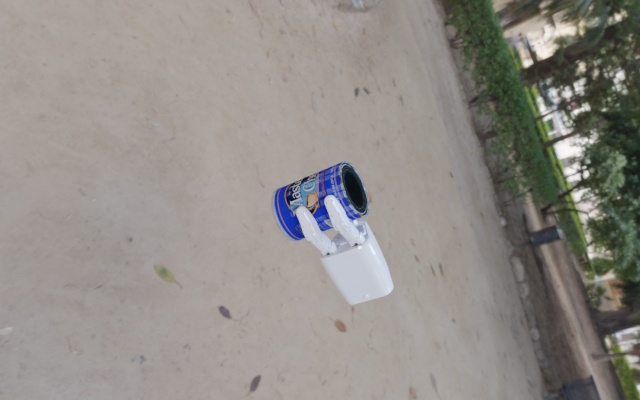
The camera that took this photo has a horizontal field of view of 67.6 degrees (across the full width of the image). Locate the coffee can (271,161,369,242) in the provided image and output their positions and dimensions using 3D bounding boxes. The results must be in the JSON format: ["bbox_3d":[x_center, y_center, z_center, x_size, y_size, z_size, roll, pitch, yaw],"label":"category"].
[{"bbox_3d":[0.000,0.003,0.837,0.140,0.103,0.103,-21,-9,25],"label":"coffee can"}]
